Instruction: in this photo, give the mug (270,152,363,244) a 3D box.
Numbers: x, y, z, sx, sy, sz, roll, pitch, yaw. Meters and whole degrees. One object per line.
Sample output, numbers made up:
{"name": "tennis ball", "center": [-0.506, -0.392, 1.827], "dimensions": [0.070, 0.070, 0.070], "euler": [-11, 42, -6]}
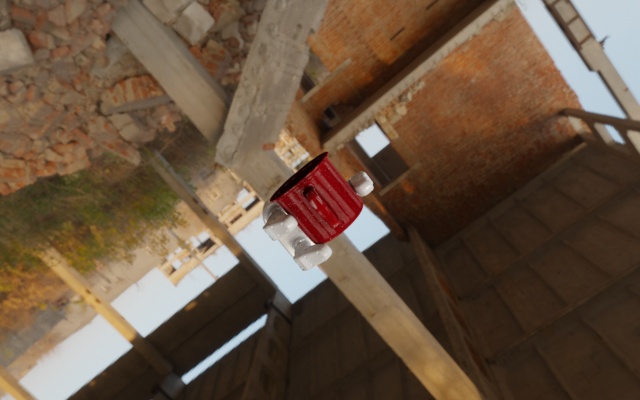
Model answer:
{"name": "mug", "center": [0.000, 0.002, 0.576], "dimensions": [0.093, 0.081, 0.117], "euler": [-40, 11, 1]}
